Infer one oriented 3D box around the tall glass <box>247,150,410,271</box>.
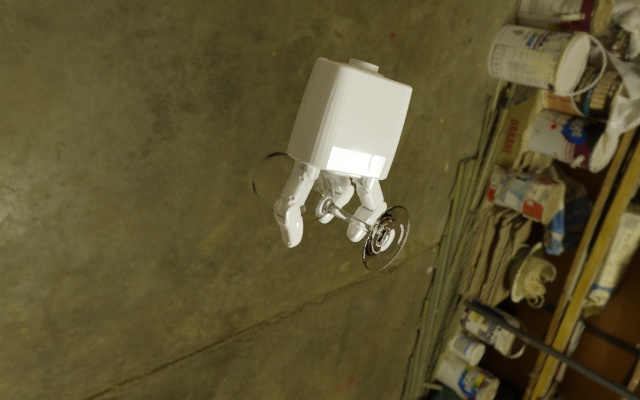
[{"bbox_3d":[0.000,0.002,0.550,0.201,0.079,0.079,28,18,38],"label":"tall glass"}]
